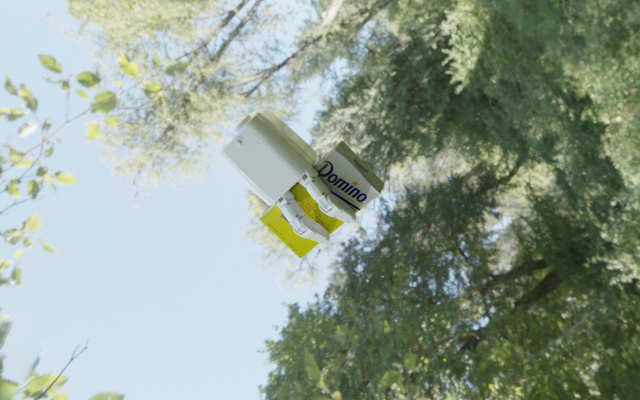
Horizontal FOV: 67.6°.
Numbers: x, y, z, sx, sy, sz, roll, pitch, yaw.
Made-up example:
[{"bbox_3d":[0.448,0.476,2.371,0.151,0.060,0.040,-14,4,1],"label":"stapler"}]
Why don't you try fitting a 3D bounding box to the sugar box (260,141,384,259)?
[{"bbox_3d":[0.000,0.003,0.720,0.176,0.093,0.048,-42,8,30],"label":"sugar box"}]
